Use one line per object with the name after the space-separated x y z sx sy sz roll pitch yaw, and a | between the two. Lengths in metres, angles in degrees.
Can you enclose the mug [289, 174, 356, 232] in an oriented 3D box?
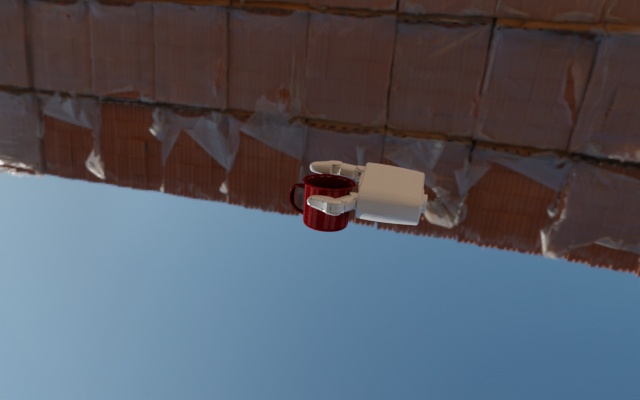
-0.001 0.003 0.844 0.117 0.081 0.093 9 19 10 | mug
